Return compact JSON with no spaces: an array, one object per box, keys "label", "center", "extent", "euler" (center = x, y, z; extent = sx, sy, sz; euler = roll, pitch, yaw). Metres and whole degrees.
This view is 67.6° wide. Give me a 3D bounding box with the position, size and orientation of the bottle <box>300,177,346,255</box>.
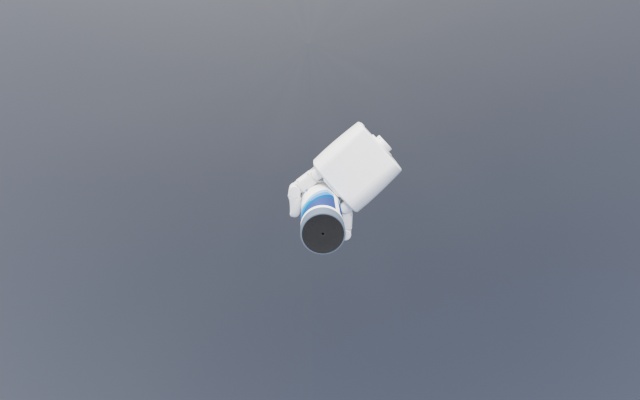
[{"label":"bottle","center":[0.000,0.003,0.833],"extent":[0.069,0.069,0.295],"euler":[0,18,-1]}]
